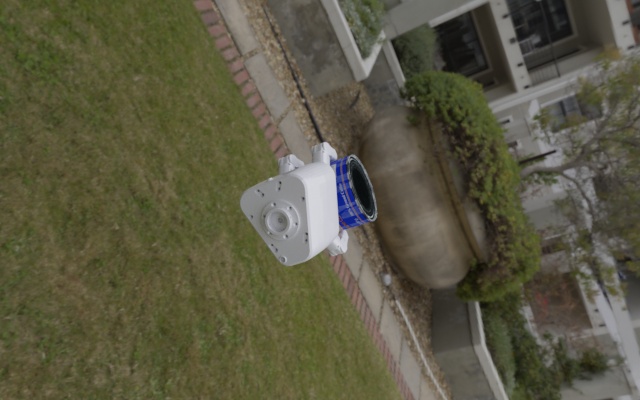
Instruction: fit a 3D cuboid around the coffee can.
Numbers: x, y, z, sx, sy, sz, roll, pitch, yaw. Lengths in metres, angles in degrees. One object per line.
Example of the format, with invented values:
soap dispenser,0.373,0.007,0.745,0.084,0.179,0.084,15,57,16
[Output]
coffee can,0.000,0.002,0.713,0.140,0.103,0.103,-19,-7,20
